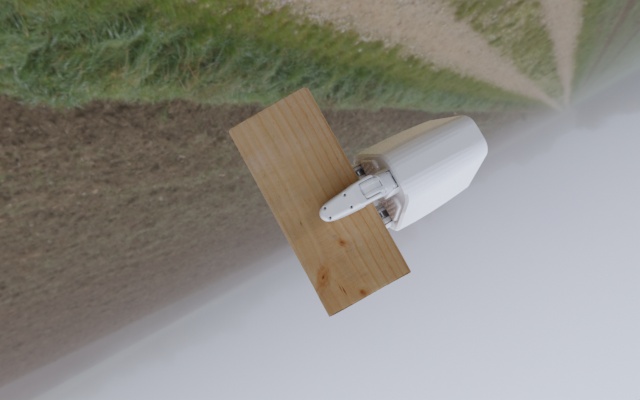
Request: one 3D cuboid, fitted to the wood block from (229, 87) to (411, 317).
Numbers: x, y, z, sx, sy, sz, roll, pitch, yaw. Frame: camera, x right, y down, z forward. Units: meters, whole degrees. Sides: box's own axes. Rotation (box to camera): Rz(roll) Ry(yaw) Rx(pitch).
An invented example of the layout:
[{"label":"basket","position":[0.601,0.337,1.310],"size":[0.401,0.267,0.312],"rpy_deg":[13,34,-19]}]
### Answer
[{"label":"wood block","position":[0.000,0.002,0.498],"size":[0.090,0.206,0.091],"rpy_deg":[-29,-5,2]}]
